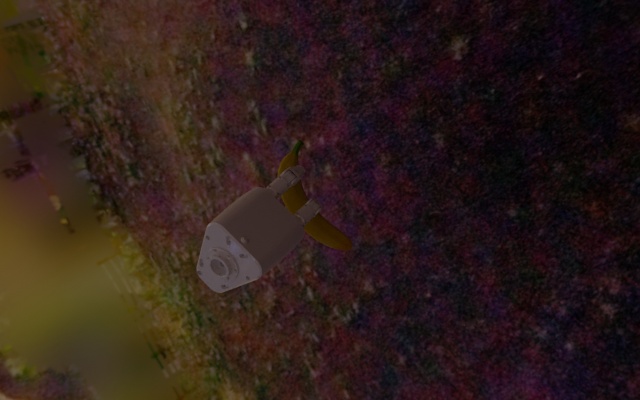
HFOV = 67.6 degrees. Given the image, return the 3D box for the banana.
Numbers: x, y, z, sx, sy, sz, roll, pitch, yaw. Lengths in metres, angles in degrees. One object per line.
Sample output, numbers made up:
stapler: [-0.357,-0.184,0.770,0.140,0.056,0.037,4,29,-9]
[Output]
banana: [-0.018,0.007,0.763,0.069,0.198,0.037,-24,14,10]
